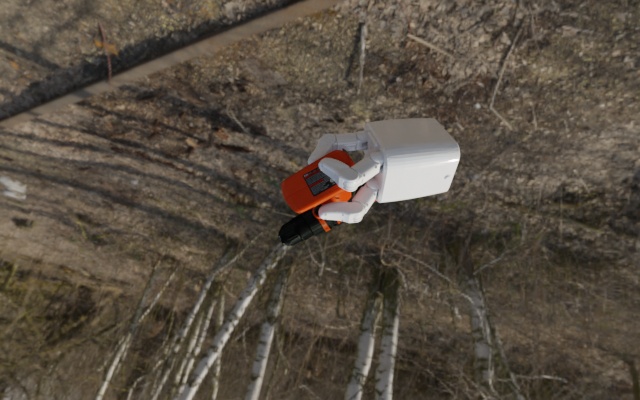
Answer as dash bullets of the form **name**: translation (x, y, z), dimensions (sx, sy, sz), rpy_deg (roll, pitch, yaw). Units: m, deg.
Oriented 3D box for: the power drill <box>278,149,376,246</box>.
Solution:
- **power drill**: translation (0.000, 0.002, 0.724), dimensions (0.184, 0.057, 0.188), rpy_deg (-32, -16, 1)
